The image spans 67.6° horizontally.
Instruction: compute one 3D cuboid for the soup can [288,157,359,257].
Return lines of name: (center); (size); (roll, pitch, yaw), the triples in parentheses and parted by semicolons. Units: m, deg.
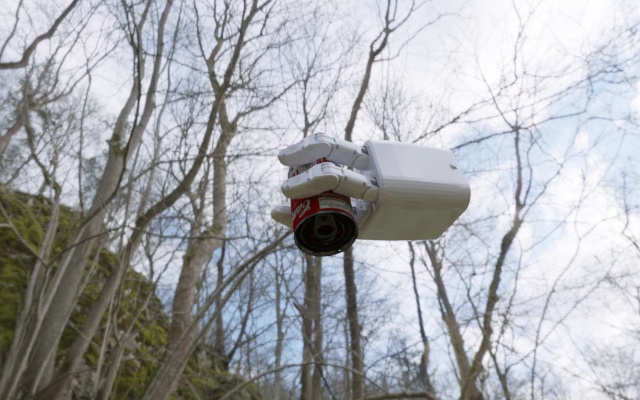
soup can: (0.000, 0.002, 0.529); (0.068, 0.069, 0.102); (0, 43, -10)
